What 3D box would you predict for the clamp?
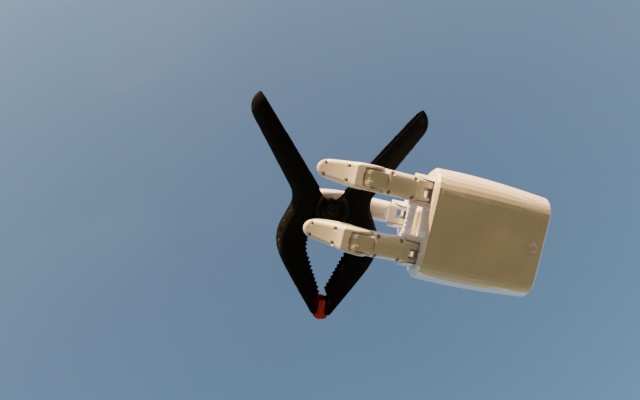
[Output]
[{"bbox_3d":[0.000,0.002,0.447,0.164,0.210,0.036,13,1,-3],"label":"clamp"}]
